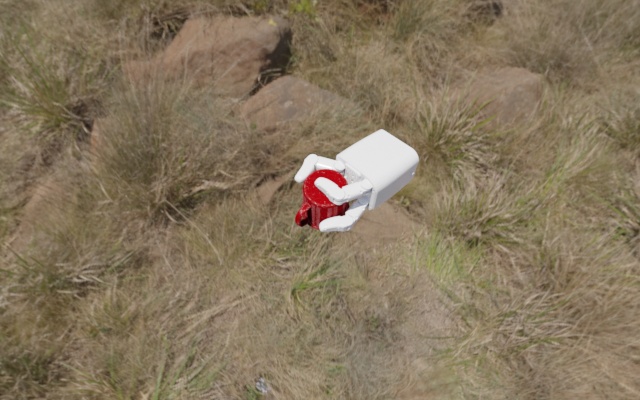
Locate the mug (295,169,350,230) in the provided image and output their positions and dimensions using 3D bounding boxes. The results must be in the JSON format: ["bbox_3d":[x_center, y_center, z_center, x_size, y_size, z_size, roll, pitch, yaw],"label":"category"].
[{"bbox_3d":[-0.001,0.003,0.861,0.117,0.093,0.081,-36,-24,-19],"label":"mug"}]
